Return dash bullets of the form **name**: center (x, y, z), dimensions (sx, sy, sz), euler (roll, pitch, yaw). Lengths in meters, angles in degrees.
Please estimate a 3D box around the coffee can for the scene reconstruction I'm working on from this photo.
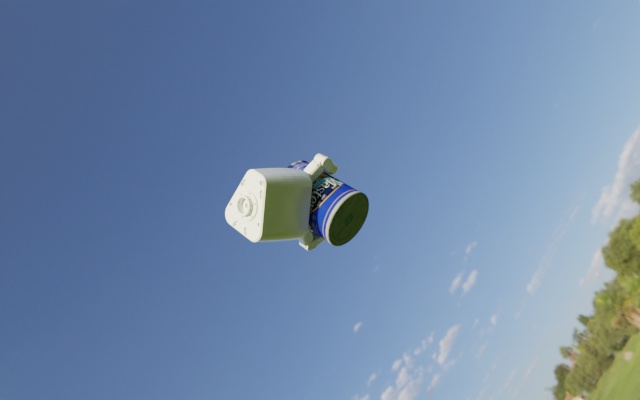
- **coffee can**: center (0.000, 0.003, 0.847), dimensions (0.140, 0.103, 0.103), euler (32, 19, 34)
